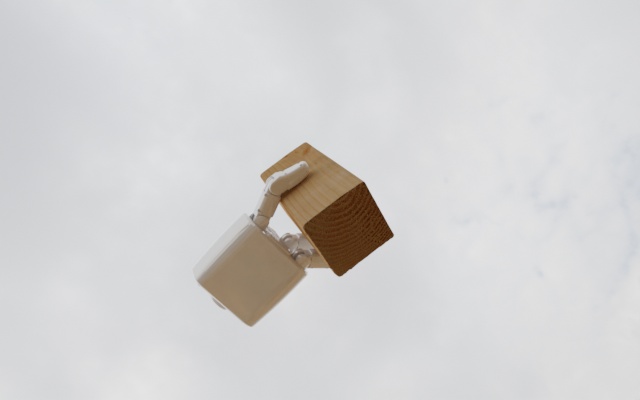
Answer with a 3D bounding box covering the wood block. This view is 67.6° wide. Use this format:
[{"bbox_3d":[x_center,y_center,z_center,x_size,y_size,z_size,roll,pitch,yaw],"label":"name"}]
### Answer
[{"bbox_3d":[0.000,0.002,0.647,0.090,0.091,0.206,-36,28,-6],"label":"wood block"}]
